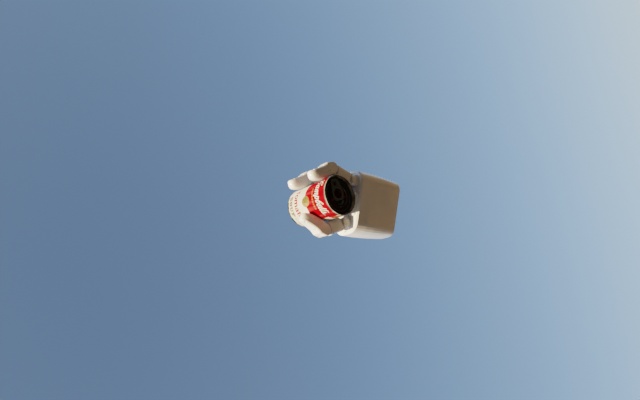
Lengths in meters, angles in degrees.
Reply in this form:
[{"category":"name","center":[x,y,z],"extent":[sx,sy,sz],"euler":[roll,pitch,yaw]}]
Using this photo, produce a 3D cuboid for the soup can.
[{"category":"soup can","center":[0.000,0.003,0.815],"extent":[0.068,0.068,0.102],"euler":[0,-14,-41]}]
